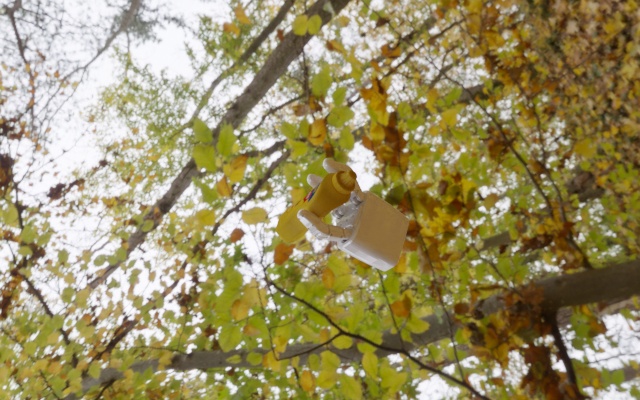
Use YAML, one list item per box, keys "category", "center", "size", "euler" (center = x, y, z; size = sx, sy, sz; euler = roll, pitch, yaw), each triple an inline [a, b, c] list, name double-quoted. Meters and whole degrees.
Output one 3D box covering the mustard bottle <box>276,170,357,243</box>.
- category: "mustard bottle"
  center: [0.000, 0.003, 0.847]
  size: [0.192, 0.058, 0.096]
  euler: [-39, 5, 42]
